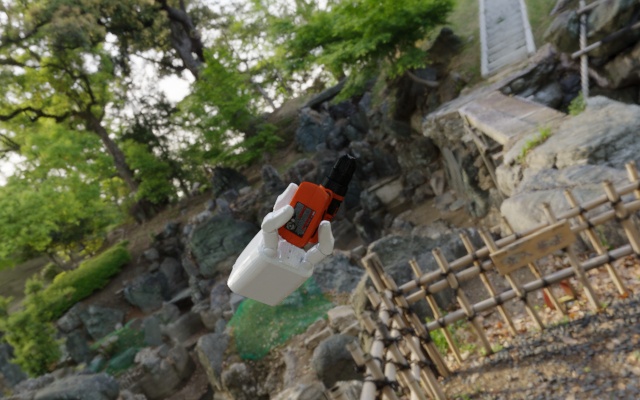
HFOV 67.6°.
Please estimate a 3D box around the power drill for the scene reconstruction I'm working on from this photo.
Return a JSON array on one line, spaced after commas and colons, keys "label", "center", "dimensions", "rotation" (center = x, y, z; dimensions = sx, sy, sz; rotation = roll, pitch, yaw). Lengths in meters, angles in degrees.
[{"label": "power drill", "center": [0.000, 0.003, 0.838], "dimensions": [0.057, 0.184, 0.187], "rotation": [28, 11, 11]}]
